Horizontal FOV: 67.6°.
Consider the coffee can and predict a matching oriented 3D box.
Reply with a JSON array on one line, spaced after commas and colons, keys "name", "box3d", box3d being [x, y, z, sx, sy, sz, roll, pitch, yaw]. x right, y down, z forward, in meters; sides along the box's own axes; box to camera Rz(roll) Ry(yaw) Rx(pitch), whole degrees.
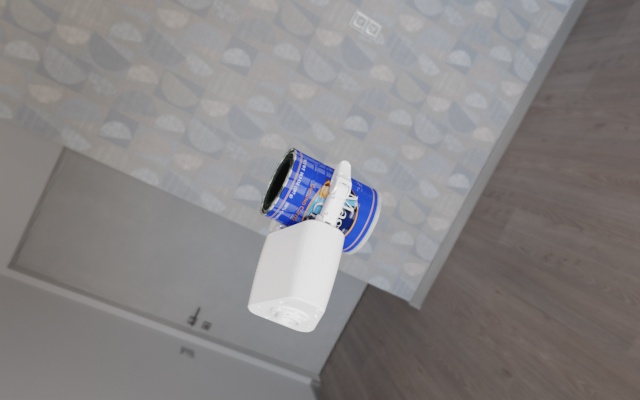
[{"name": "coffee can", "box3d": [0.000, 0.002, 0.673, 0.140, 0.103, 0.103, 26, -8, -17]}]
